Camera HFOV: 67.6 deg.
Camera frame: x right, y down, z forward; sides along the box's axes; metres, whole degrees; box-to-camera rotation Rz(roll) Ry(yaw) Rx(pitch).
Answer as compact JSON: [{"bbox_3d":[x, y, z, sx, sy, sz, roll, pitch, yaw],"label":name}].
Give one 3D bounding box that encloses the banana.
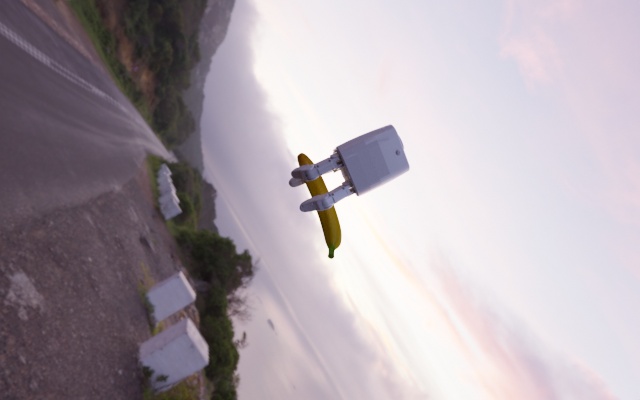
[{"bbox_3d":[0.004,0.006,0.879,0.037,0.198,0.069,-19,-2,7],"label":"banana"}]
